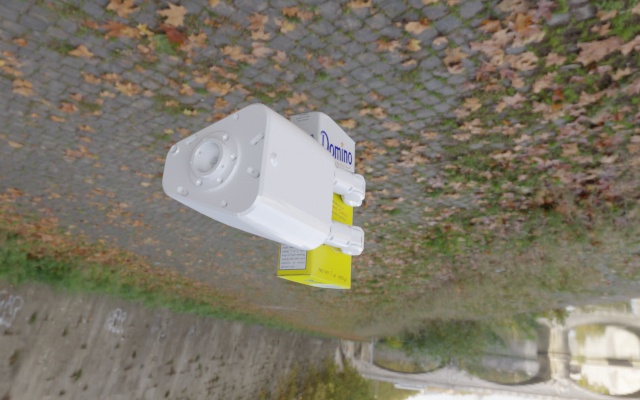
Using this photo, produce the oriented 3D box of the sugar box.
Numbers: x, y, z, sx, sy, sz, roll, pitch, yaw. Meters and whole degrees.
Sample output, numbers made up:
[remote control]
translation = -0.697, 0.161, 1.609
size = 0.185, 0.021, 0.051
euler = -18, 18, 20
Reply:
[sugar box]
translation = 0.000, 0.002, 0.517
size = 0.048, 0.176, 0.093
euler = -4, -18, 28
